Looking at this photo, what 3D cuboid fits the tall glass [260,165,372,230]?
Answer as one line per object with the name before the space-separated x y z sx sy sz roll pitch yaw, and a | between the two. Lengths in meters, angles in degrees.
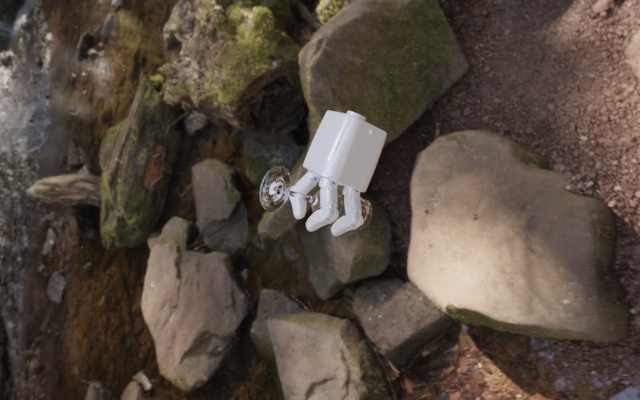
tall glass | 0.000 0.003 0.802 0.201 0.079 0.079 17 -12 -42
